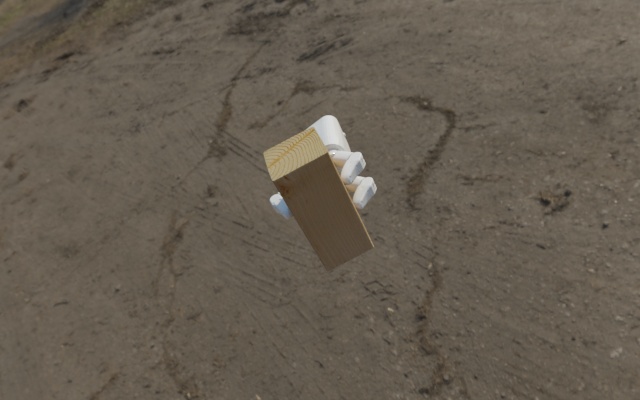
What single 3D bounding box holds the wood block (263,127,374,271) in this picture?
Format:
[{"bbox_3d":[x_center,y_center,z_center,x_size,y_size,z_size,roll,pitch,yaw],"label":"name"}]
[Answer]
[{"bbox_3d":[0.000,0.002,0.758,0.091,0.206,0.090,-27,37,2],"label":"wood block"}]
